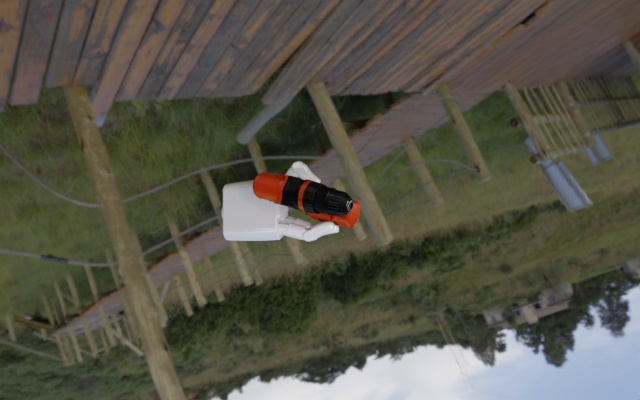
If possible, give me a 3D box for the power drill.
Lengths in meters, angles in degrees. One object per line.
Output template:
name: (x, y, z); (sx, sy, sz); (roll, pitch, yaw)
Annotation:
power drill: (0.000, 0.003, 0.833); (0.184, 0.057, 0.188); (15, -5, 29)
